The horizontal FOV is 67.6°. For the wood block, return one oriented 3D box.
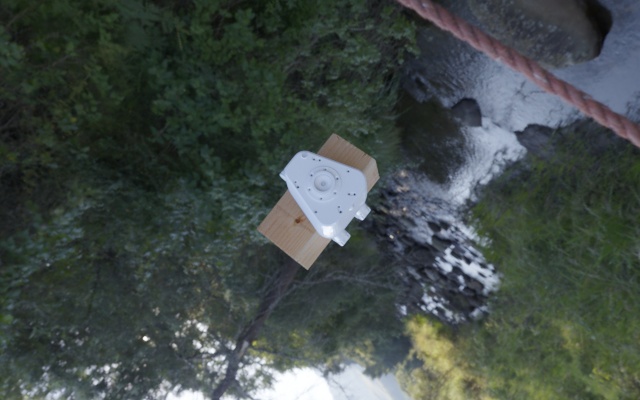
[{"bbox_3d":[0.000,0.002,0.810,0.091,0.206,0.090,36,-7,20],"label":"wood block"}]
